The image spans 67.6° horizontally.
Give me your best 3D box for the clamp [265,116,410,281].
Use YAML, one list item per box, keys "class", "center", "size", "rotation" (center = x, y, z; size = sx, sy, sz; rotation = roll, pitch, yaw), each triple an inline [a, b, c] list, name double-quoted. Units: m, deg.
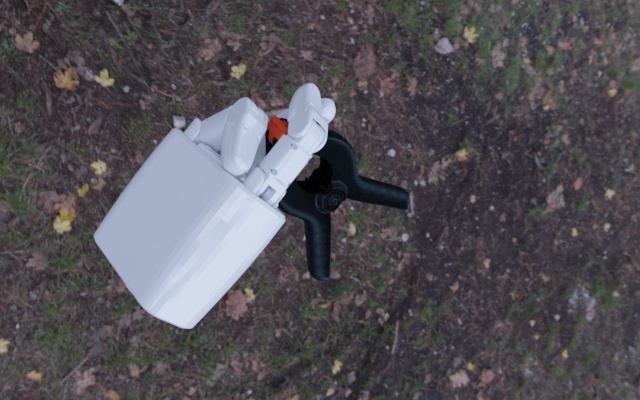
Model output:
- class: "clamp"
  center: [0.000, 0.001, 0.414]
  size: [0.171, 0.120, 0.039]
  rotation: [39, -1, -39]
